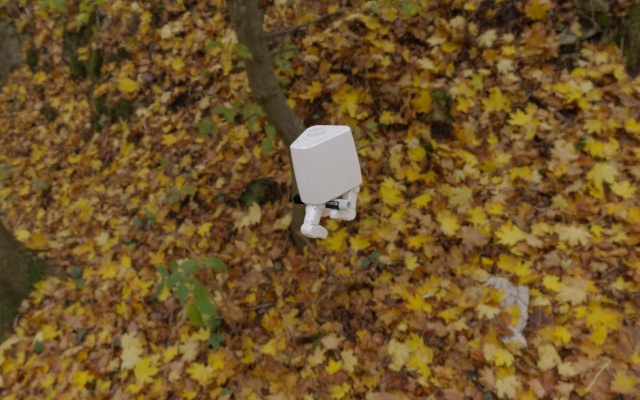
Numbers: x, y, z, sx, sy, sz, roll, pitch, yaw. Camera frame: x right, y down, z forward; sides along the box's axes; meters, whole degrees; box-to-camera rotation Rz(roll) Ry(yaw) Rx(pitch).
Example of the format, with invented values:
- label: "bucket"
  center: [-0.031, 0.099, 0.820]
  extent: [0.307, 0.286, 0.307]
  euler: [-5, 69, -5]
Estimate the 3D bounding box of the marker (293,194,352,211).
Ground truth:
- label: "marker"
  center: [0.000, 0.003, 0.850]
  extent: [0.121, 0.020, 0.020]
  euler: [7, 4, 36]
